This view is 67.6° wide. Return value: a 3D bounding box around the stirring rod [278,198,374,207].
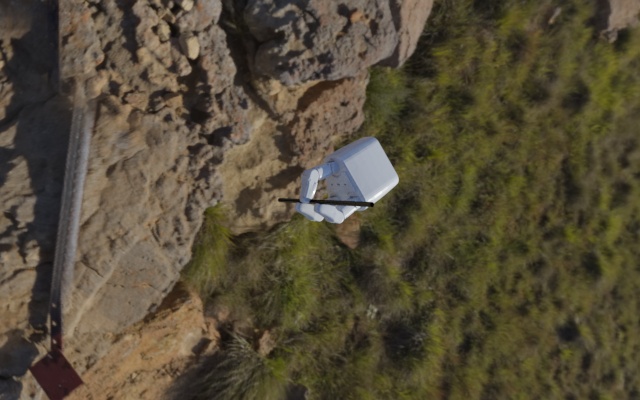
[{"bbox_3d":[0.000,0.003,0.801,0.011,0.011,0.239,0,2,-40],"label":"stirring rod"}]
